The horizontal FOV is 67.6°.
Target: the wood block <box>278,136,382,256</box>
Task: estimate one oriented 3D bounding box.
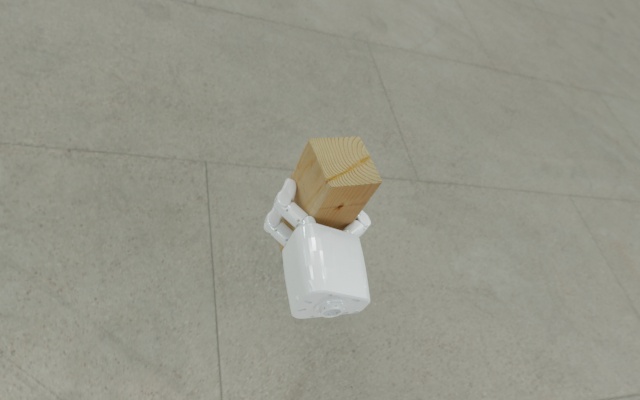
[{"bbox_3d":[0.001,0.003,0.751,0.091,0.090,0.206,-6,-32,-29],"label":"wood block"}]
